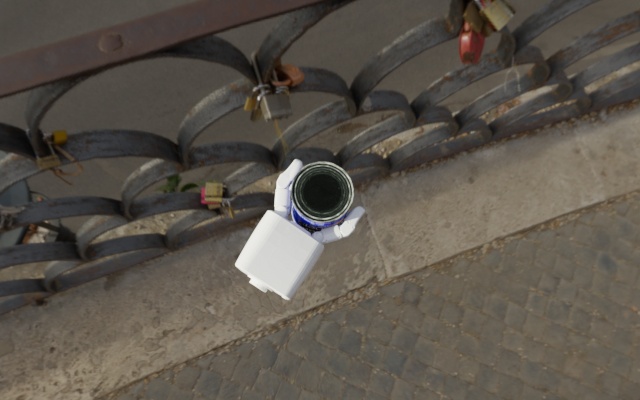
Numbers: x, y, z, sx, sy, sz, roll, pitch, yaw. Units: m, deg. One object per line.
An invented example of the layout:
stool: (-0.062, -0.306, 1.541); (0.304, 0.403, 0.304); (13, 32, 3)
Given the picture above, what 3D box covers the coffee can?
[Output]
coffee can: (0.000, 0.003, 0.831); (0.103, 0.102, 0.140); (0, -14, -3)
